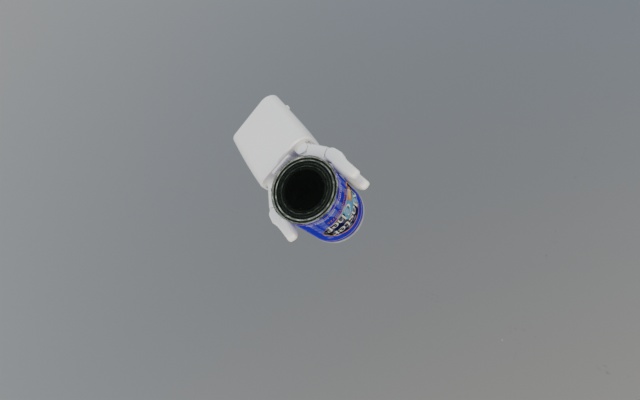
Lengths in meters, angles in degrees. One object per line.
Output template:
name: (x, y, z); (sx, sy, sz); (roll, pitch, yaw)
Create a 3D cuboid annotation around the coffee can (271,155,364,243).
coffee can: (0.000, 0.003, 0.734); (0.103, 0.102, 0.140); (0, -15, 21)
